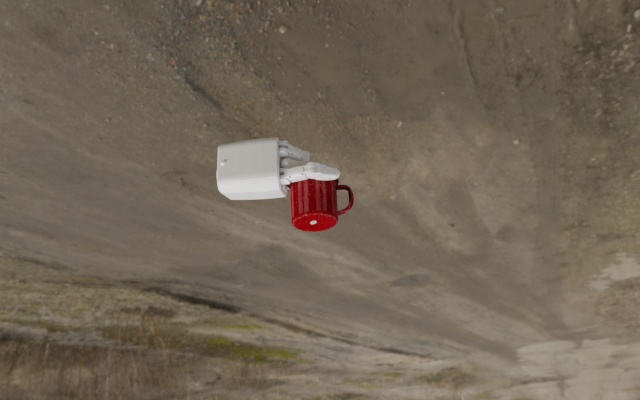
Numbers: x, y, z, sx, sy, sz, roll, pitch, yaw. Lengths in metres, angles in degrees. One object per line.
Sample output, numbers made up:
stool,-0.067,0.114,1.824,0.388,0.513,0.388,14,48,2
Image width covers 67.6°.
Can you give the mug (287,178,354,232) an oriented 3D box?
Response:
mug,0.002,0.003,0.835,0.117,0.081,0.093,-5,-26,3
